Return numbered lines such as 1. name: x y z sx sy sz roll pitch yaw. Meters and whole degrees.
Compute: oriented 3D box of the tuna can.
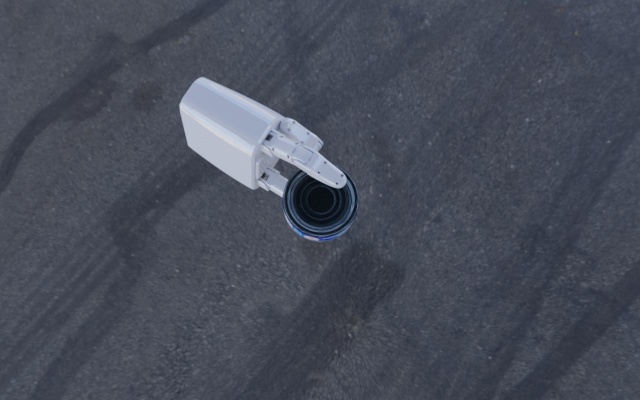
1. tuna can: 0.000 0.002 0.534 0.086 0.086 0.034 0 -12 -2
